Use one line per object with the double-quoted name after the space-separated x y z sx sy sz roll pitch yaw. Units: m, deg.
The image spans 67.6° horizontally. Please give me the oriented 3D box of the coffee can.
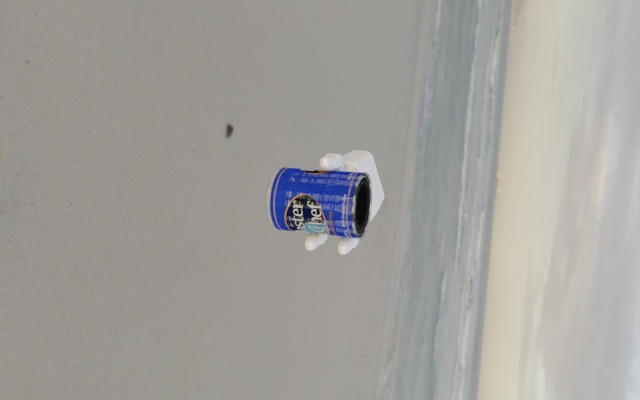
0.000 0.002 0.744 0.140 0.103 0.103 5 2 20 "coffee can"
